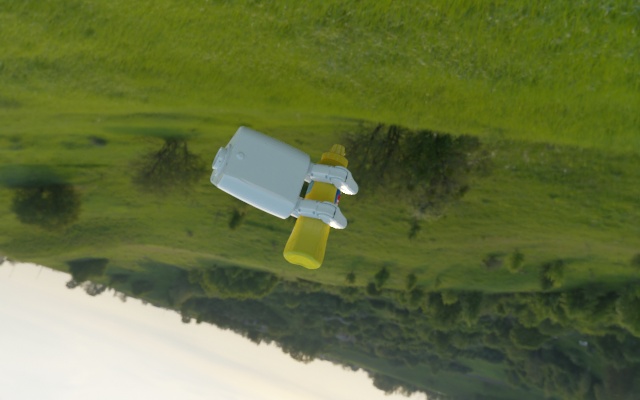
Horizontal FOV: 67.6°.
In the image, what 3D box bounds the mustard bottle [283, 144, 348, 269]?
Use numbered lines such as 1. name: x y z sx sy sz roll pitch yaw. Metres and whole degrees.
1. mustard bottle: 0.000 0.003 0.717 0.058 0.191 0.096 17 -17 3
